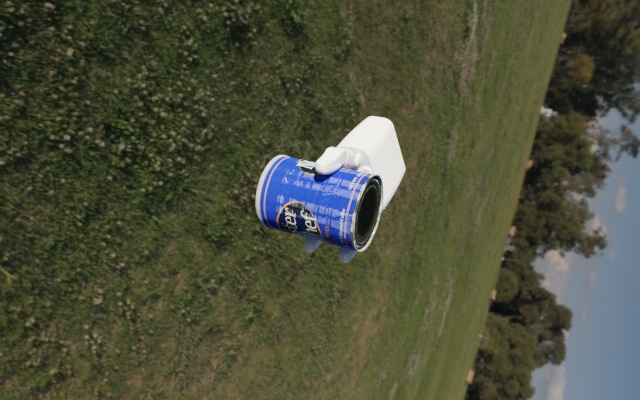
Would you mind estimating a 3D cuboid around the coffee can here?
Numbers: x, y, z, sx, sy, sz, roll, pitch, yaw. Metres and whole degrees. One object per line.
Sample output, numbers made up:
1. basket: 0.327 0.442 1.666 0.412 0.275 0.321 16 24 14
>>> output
1. coffee can: 0.000 0.002 0.635 0.140 0.103 0.103 13 5 24
